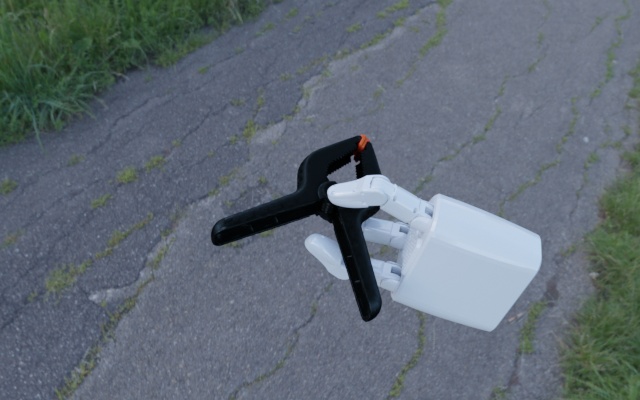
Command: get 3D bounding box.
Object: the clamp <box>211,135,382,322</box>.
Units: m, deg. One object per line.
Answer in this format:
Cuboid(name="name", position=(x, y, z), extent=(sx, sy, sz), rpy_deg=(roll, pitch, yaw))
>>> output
Cuboid(name="clamp", position=(0.001, 0.001, 0.477), extent=(0.164, 0.209, 0.036), rpy_deg=(22, -41, -1))
